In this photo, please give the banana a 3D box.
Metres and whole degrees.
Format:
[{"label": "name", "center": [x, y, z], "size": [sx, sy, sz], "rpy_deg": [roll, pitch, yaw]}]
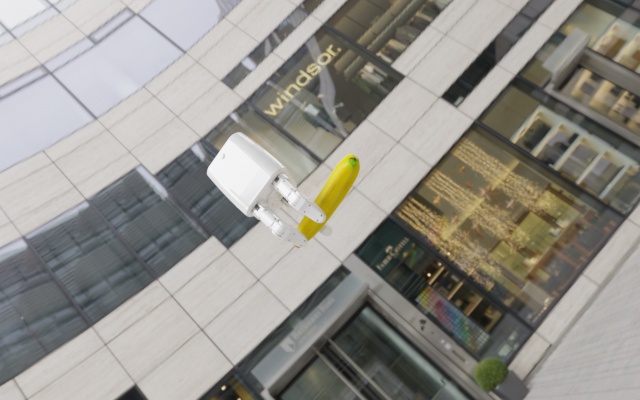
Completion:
[{"label": "banana", "center": [0.012, -0.005, 0.748], "size": [0.037, 0.198, 0.069], "rpy_deg": [42, 35, 15]}]
